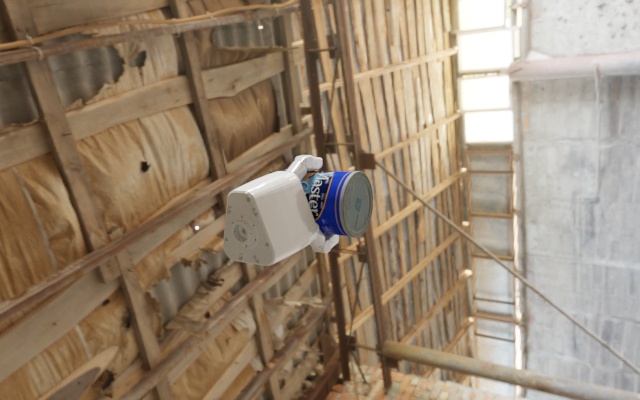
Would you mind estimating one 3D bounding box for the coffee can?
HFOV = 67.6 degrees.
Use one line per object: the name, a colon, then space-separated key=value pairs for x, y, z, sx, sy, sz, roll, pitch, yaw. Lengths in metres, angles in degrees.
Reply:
coffee can: x=0.000 y=0.002 z=0.770 sx=0.140 sy=0.103 sz=0.103 roll=4 pitch=2 yaw=31
